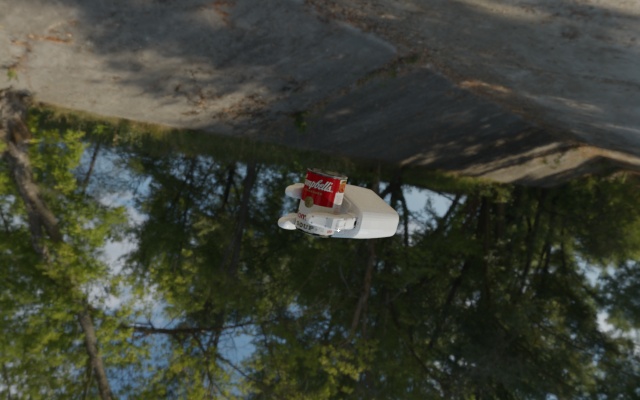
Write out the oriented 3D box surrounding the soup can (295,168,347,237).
[{"bbox_3d":[0.000,0.003,0.793,0.068,0.102,0.068,13,9,-2],"label":"soup can"}]
